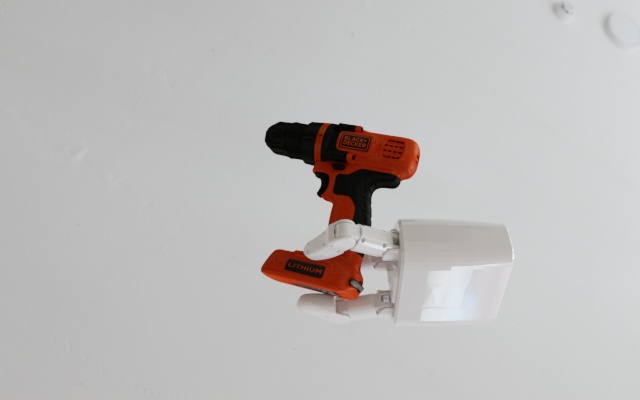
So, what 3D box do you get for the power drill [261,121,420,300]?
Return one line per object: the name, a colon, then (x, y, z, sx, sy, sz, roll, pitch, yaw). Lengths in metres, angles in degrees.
power drill: (0.000, 0.002, 0.522, 0.184, 0.187, 0.057, 11, -15, 22)
